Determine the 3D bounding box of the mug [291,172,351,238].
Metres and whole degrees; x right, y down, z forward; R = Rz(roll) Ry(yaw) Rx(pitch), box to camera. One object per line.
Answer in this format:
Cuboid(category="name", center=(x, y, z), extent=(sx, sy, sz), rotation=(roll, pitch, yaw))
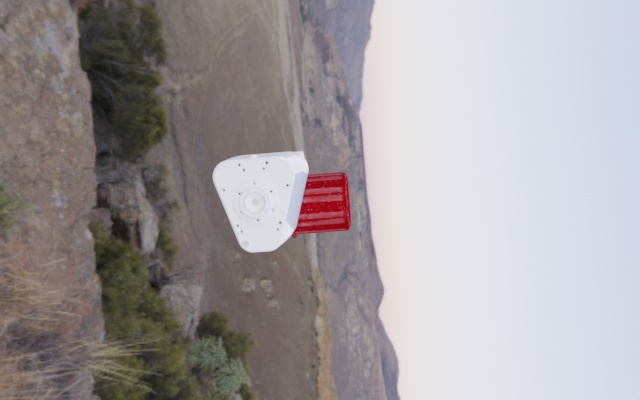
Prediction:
Cuboid(category="mug", center=(0.000, 0.002, 0.680), extent=(0.081, 0.093, 0.117), rotation=(-4, 8, 5))
